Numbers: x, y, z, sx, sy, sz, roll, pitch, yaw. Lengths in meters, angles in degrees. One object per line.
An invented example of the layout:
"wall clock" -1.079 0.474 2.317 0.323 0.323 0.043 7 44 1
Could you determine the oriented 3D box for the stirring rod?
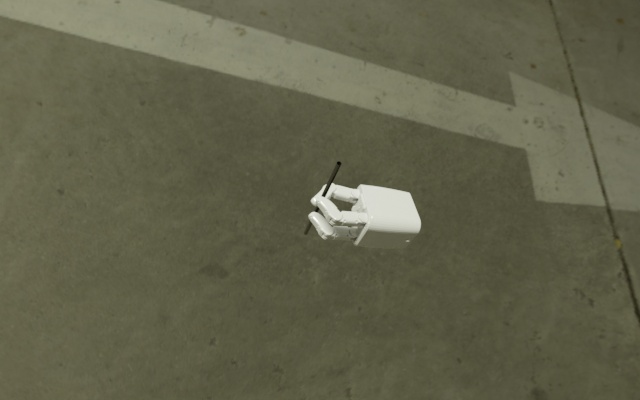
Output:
"stirring rod" 0.000 0.003 0.886 0.011 0.011 0.240 0 -32 -18
